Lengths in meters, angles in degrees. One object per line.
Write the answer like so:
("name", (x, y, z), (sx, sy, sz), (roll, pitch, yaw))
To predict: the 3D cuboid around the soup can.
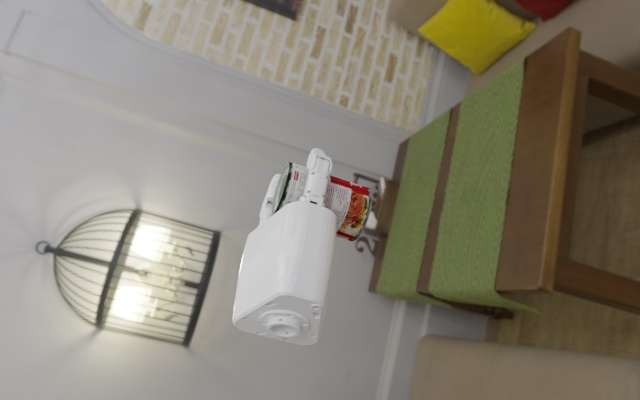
("soup can", (0.000, 0.001, 0.559), (0.102, 0.068, 0.068), (18, -4, -13))
